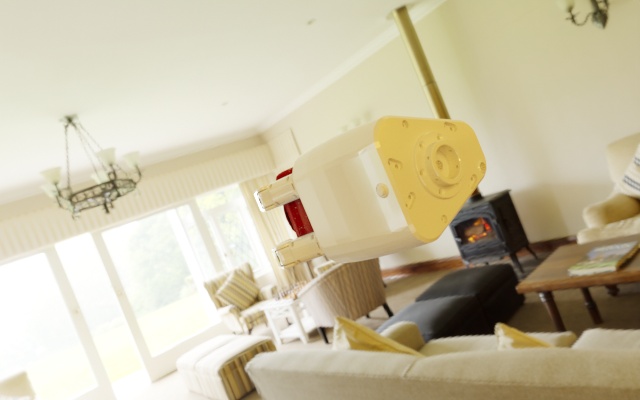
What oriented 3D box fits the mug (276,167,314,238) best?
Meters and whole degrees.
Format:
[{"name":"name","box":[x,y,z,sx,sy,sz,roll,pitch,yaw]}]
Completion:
[{"name":"mug","box":[-0.001,0.002,0.480,0.093,0.081,0.117,-22,2,-37]}]
